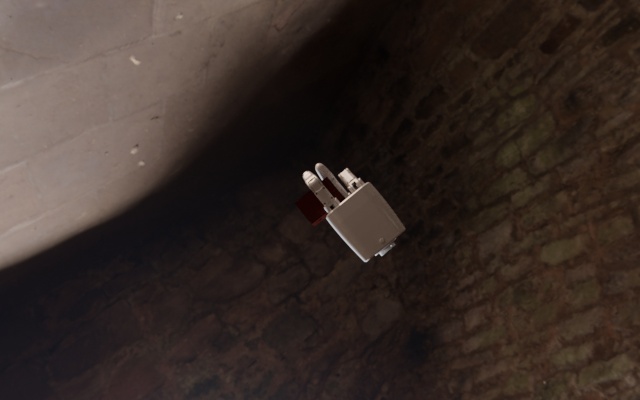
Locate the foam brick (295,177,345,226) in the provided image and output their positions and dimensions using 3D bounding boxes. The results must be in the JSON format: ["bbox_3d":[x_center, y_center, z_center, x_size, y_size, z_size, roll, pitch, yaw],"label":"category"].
[{"bbox_3d":[0.000,0.003,0.869,0.078,0.051,0.053,-39,-8,1],"label":"foam brick"}]
